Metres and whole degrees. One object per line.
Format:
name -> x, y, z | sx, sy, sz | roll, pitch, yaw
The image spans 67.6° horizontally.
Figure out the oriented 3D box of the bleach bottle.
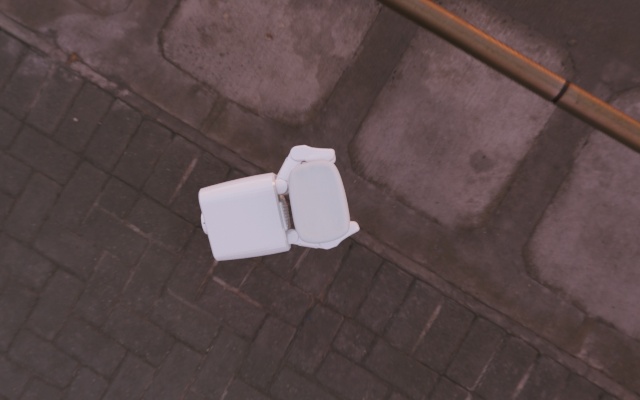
bleach bottle -> 0.000, 0.002, 0.691 | 0.068, 0.102, 0.251 | -11, -1, 1
